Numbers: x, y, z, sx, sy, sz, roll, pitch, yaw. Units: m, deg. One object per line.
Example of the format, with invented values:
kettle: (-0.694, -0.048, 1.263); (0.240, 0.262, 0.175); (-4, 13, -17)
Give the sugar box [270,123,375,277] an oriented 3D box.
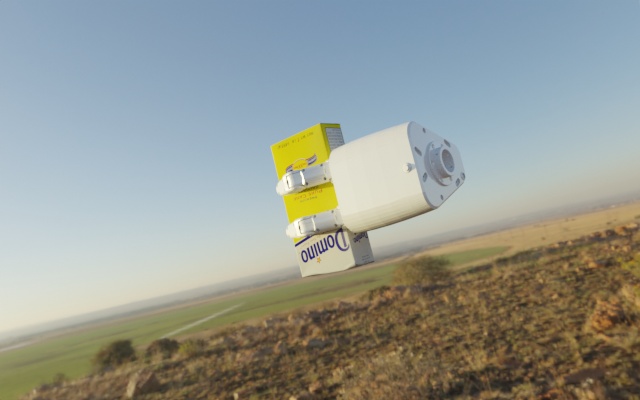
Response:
sugar box: (0.000, 0.002, 0.596); (0.093, 0.176, 0.048); (-19, -9, 40)
